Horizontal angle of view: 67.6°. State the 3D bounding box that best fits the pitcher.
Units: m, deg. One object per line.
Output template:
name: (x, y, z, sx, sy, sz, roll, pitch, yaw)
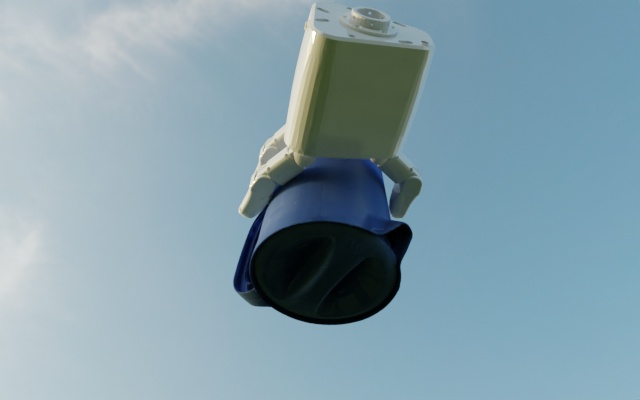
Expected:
pitcher: (0.000, 0.002, 0.510, 0.149, 0.145, 0.242, 10, 38, -5)
